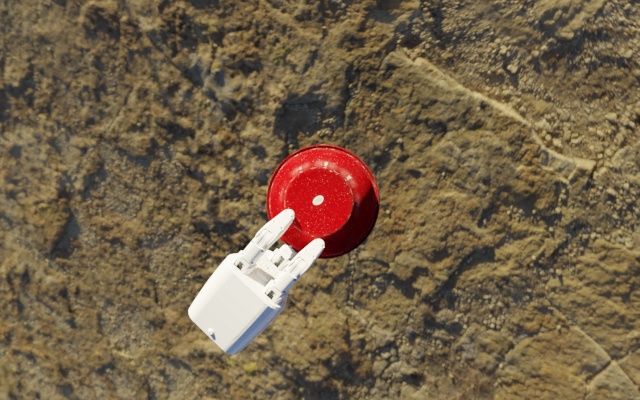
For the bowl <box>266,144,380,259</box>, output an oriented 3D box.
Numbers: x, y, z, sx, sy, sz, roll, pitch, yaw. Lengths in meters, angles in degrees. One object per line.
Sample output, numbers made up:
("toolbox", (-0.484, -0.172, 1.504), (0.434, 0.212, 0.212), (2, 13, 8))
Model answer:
("bowl", (0.001, 0.001, 0.648), (0.162, 0.162, 0.055), (0, 0, 6))
